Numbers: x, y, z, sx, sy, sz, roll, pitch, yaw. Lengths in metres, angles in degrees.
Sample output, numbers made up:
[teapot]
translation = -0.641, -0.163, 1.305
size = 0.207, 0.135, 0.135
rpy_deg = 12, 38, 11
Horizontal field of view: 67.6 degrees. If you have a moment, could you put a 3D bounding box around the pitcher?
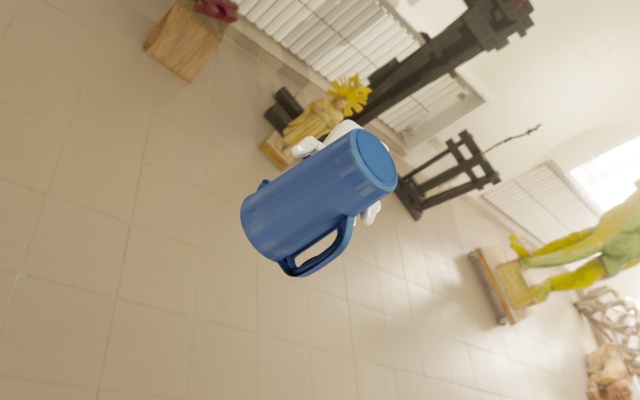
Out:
[pitcher]
translation = 0.000, 0.002, 0.749
size = 0.243, 0.149, 0.145
rpy_deg = -33, 16, 33
